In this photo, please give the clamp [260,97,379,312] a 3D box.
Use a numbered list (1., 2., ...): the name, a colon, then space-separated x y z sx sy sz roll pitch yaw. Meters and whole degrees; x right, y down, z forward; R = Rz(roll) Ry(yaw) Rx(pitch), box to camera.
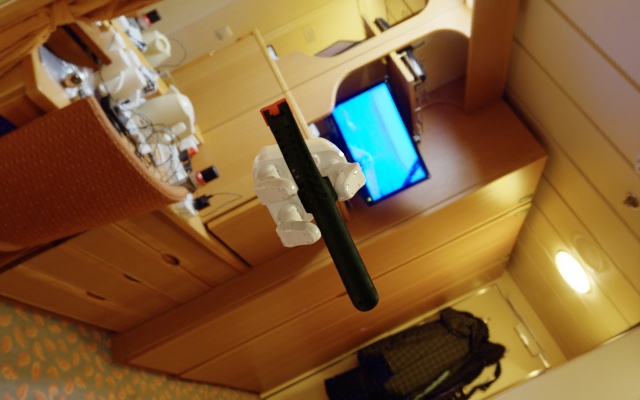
1. clamp: 0.001 0.001 0.474 0.036 0.210 0.164 -26 18 1
